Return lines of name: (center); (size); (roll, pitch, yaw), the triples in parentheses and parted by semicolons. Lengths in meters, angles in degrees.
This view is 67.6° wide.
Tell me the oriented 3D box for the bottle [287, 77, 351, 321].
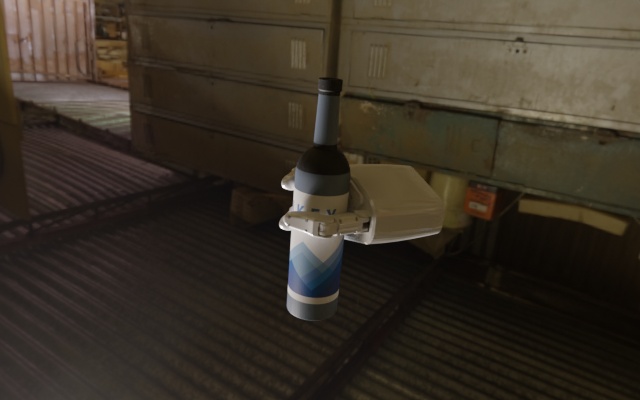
bottle: (0.000, 0.002, 0.584); (0.069, 0.296, 0.069); (4, 19, -1)
